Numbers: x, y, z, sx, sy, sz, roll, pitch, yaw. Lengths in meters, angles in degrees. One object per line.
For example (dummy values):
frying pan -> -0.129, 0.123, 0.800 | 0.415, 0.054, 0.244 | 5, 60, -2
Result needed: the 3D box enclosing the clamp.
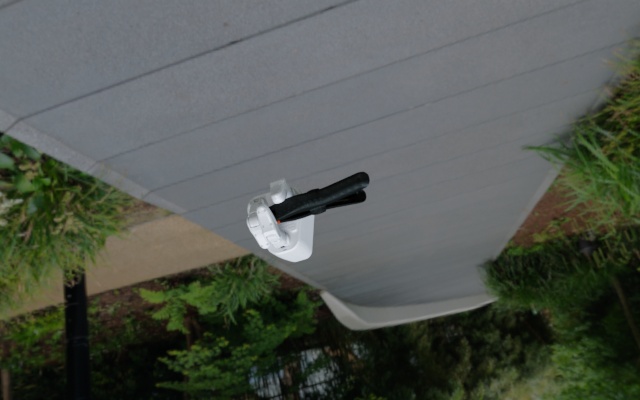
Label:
clamp -> 0.000, 0.003, 0.752 | 0.171, 0.039, 0.120 | -17, -19, 8
